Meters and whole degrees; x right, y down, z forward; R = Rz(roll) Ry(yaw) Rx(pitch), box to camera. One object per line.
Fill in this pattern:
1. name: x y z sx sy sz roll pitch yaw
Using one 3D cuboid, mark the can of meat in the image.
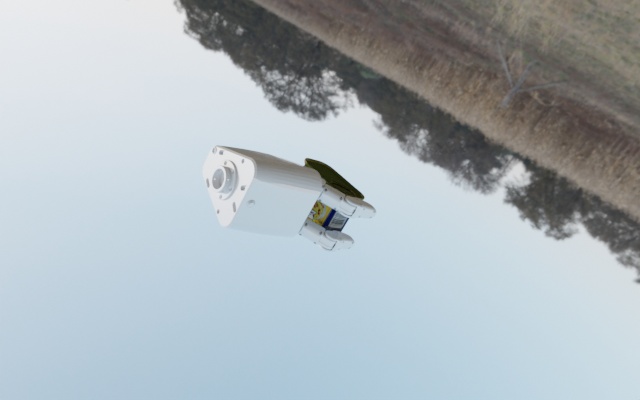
1. can of meat: 0.000 0.002 0.678 0.057 0.084 0.102 9 27 -48
